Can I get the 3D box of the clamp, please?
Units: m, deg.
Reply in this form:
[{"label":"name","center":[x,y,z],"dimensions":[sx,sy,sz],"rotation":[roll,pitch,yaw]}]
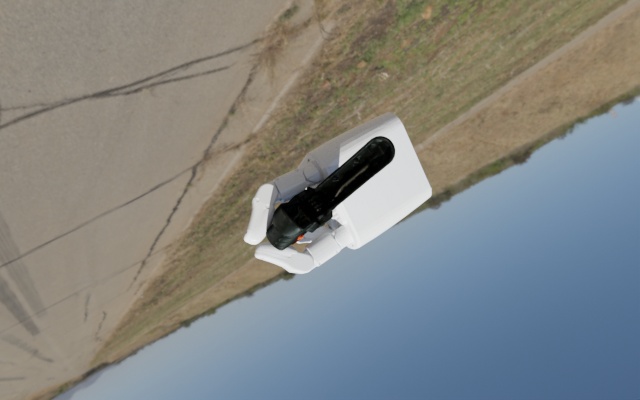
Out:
[{"label":"clamp","center":[0.000,0.002,0.428],"dimensions":[0.120,0.039,0.171],"rotation":[-31,-3,-17]}]
